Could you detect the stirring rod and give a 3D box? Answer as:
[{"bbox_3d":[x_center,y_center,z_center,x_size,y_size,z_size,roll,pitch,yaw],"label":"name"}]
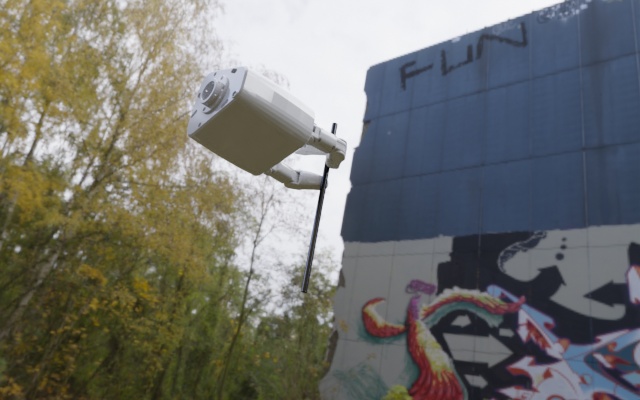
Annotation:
[{"bbox_3d":[0.000,0.002,0.627,0.011,0.239,0.011,9,-22,4],"label":"stirring rod"}]
